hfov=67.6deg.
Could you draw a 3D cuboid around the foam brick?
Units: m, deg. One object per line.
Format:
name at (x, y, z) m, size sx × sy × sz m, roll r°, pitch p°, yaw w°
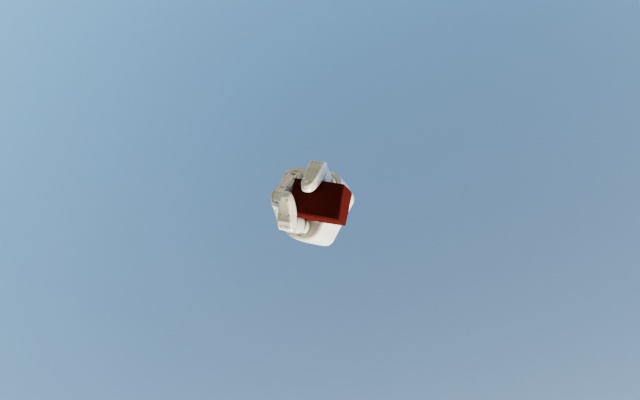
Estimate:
foam brick at (0.000, 0.002, 0.687) m, size 0.078 × 0.053 × 0.051 m, roll 9°, pitch -10°, yaw 19°
